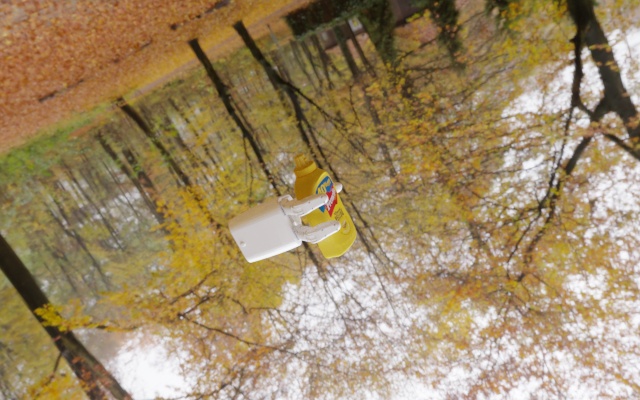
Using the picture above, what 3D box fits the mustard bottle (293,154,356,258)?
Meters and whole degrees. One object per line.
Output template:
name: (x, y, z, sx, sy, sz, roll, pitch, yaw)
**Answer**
mustard bottle: (0.001, 0.003, 0.872, 0.058, 0.192, 0.096, -14, 22, 34)
